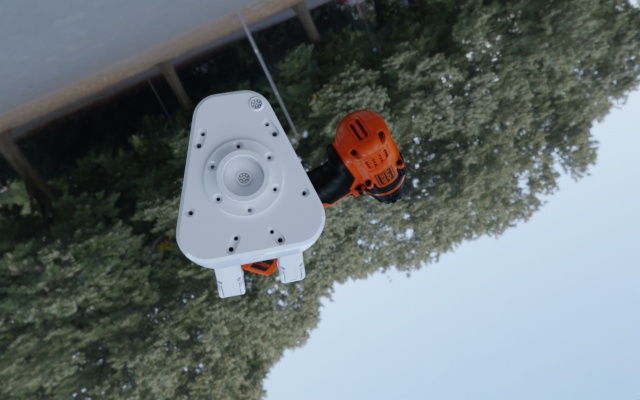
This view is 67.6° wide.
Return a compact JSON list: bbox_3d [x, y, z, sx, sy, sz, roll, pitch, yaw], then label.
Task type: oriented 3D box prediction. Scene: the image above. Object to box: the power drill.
[{"bbox_3d":[0.000,0.002,0.479,0.187,0.057,0.184,-35,-23,5],"label":"power drill"}]
